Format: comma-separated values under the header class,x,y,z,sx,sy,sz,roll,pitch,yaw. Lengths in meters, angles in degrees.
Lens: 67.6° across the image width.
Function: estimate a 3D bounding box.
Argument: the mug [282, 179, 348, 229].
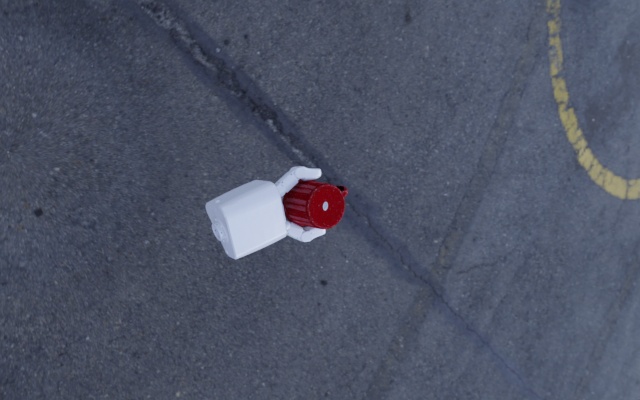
class,x,y,z,sx,sy,sz,roll,pitch,yaw
mug,0.001,0.002,0.868,0.117,0.093,0.081,-25,18,-27
